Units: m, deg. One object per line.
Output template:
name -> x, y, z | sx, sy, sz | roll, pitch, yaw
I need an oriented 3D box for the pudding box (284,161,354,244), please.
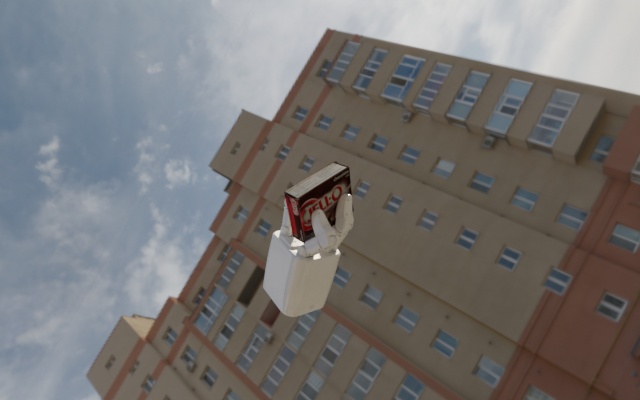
pudding box -> 0.000, 0.002, 0.757 | 0.039, 0.090, 0.113 | 27, 49, 37
